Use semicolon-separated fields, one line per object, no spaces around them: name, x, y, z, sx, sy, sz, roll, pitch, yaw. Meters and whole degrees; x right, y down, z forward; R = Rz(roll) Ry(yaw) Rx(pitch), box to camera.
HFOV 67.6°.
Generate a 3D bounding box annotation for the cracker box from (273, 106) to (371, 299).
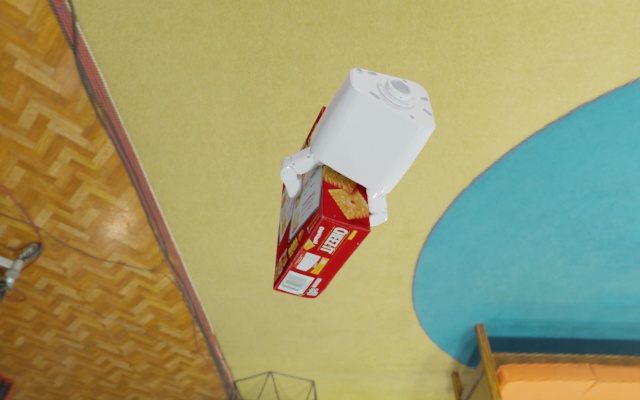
cracker box;0.000;0.002;0.659;0.072;0.213;0.164;18;-47;-16
